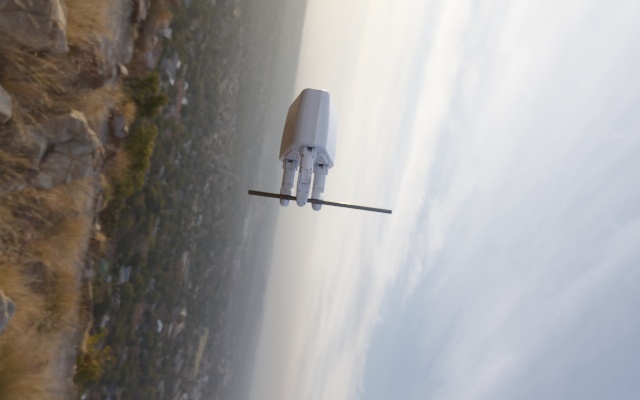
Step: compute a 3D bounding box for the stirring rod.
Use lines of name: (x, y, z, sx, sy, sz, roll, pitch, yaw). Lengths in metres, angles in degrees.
stirring rod: (0.000, 0.003, 0.793, 0.239, 0.011, 0.011, 8, 0, -3)
